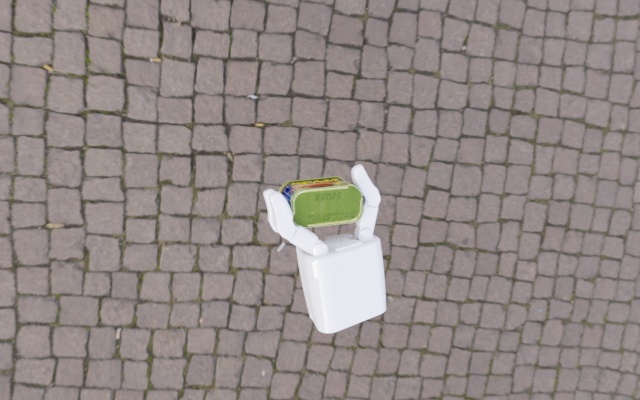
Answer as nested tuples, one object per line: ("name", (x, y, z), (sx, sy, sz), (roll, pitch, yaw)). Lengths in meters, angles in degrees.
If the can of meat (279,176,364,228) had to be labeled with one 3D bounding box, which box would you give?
("can of meat", (0.000, 0.002, 0.649), (0.102, 0.057, 0.084), (-6, 10, -12))
